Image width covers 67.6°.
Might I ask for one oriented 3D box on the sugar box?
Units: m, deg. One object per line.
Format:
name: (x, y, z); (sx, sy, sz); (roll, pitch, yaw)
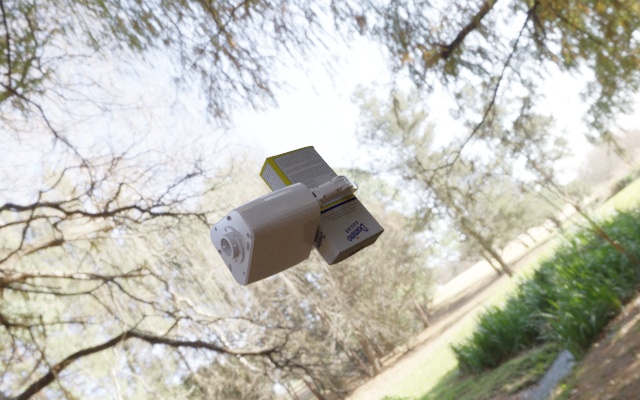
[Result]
sugar box: (0.000, 0.003, 0.685); (0.093, 0.176, 0.048); (-22, -23, -38)
